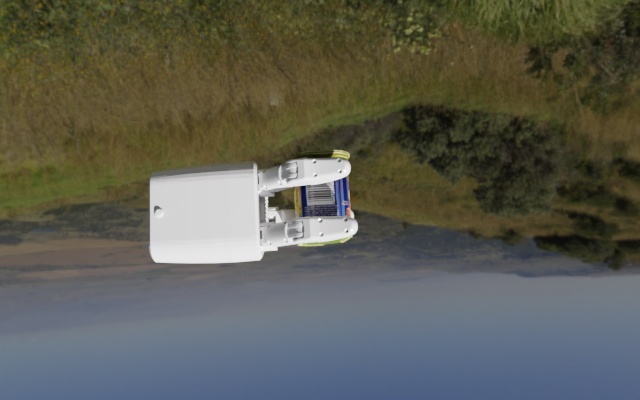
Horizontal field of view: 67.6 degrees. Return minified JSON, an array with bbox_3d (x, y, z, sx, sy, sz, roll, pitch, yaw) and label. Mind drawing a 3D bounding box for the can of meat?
[{"bbox_3d":[0.000,0.002,0.498,0.057,0.084,0.102,-2,-10,-6],"label":"can of meat"}]
